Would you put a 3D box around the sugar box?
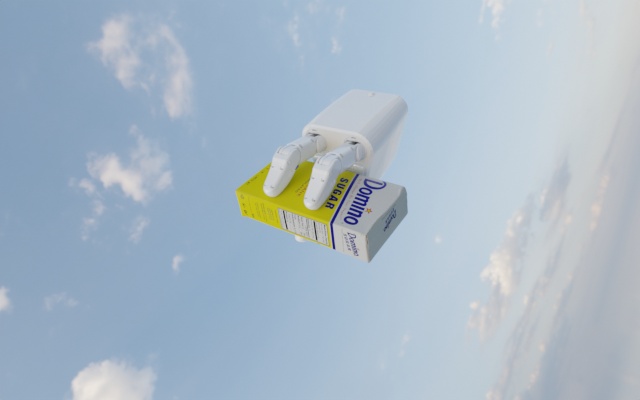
[{"bbox_3d":[0.000,0.001,0.543,0.176,0.048,0.093,15,42,31],"label":"sugar box"}]
